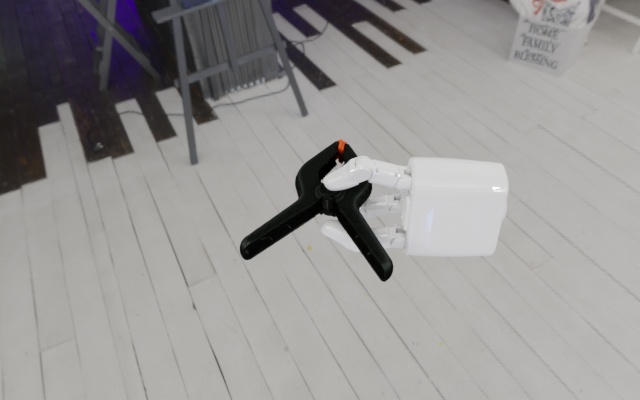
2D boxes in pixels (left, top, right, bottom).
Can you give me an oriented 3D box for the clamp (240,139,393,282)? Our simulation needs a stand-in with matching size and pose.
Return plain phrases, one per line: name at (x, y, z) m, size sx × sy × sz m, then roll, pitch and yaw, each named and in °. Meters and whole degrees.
clamp at (0.000, 0.001, 0.565) m, size 0.164 × 0.209 × 0.036 m, roll 4°, pitch -44°, yaw 2°
